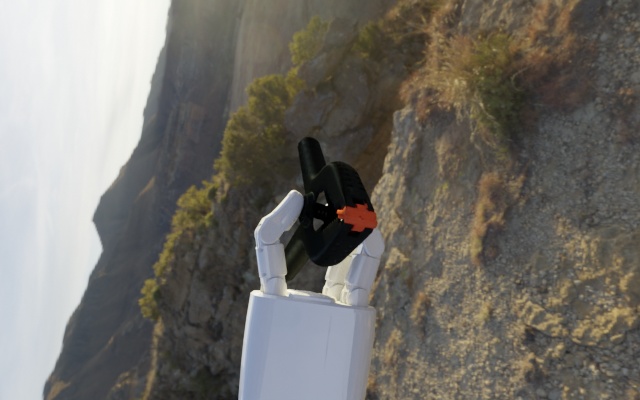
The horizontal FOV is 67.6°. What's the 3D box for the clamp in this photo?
[{"bbox_3d":[-0.001,0.002,0.460,0.036,0.164,0.210,10,-9,-18],"label":"clamp"}]
